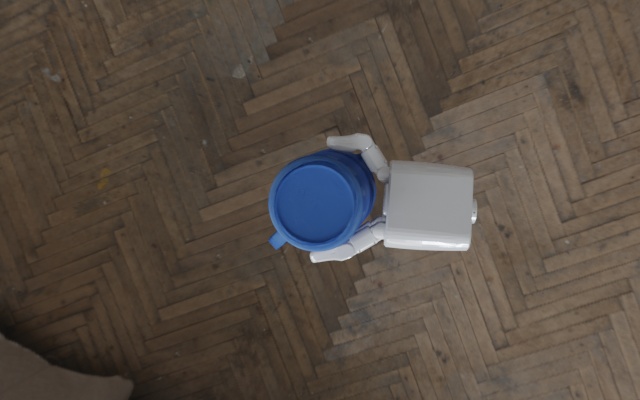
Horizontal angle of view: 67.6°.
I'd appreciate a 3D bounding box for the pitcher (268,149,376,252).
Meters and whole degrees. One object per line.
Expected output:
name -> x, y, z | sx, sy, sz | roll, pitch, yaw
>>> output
pitcher -> 0.000, 0.002, 0.638 | 0.145, 0.149, 0.243 | 5, 5, 7
